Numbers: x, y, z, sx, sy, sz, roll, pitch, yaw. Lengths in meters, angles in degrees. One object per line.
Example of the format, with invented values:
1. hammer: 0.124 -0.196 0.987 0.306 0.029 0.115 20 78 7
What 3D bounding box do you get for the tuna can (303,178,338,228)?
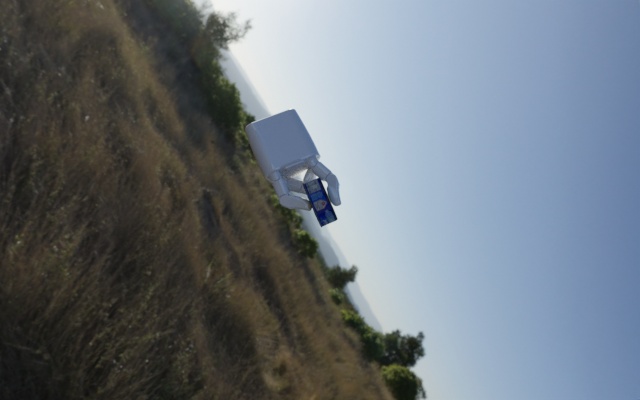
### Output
1. tuna can: 0.001 0.003 0.858 0.034 0.086 0.086 -23 -1 2
